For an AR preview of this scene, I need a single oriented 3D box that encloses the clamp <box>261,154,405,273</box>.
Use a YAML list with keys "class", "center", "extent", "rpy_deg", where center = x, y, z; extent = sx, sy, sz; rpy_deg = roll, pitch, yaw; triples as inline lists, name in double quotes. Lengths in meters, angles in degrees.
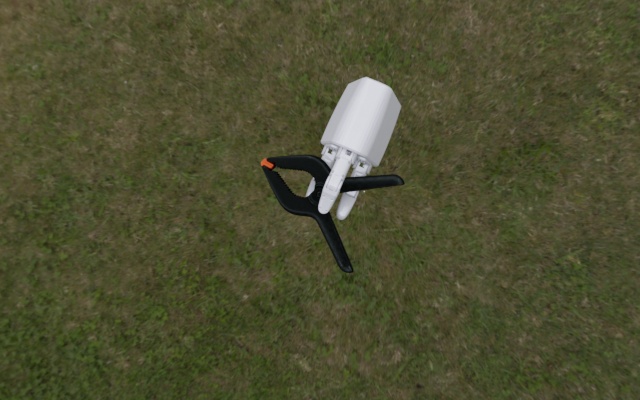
- class: "clamp"
  center: [0.000, 0.002, 0.721]
  extent: [0.210, 0.164, 0.036]
  rpy_deg: [23, 0, 4]
